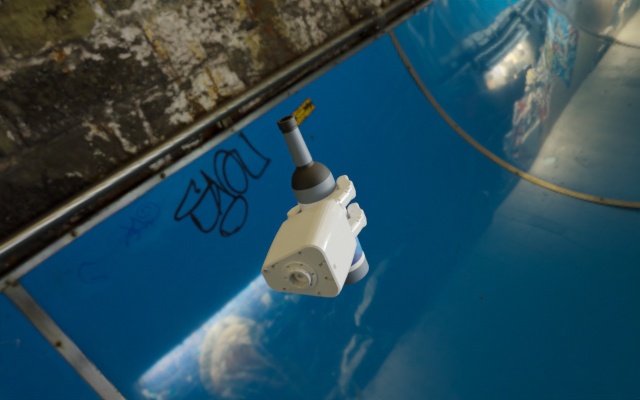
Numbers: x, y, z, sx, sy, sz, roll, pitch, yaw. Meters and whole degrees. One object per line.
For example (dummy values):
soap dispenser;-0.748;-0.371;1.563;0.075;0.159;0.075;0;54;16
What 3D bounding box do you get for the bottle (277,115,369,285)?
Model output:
bottle;0.000;0.003;0.763;0.069;0.296;0.069;-18;26;9
